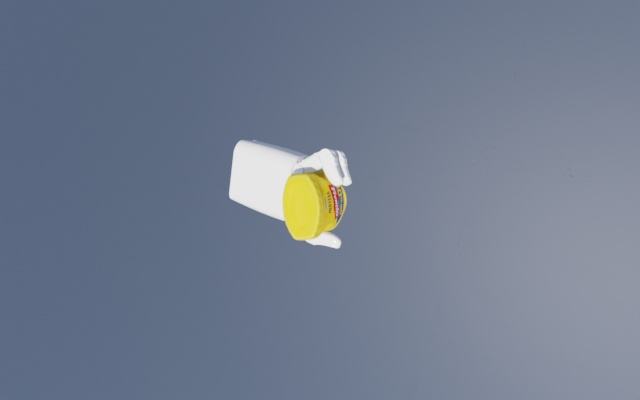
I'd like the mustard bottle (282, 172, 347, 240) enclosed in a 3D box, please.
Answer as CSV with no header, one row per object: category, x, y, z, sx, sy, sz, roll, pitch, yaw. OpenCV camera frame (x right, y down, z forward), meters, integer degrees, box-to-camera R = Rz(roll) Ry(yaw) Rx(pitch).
mustard bottle,0.000,0.003,0.763,0.058,0.096,0.191,-6,3,18
